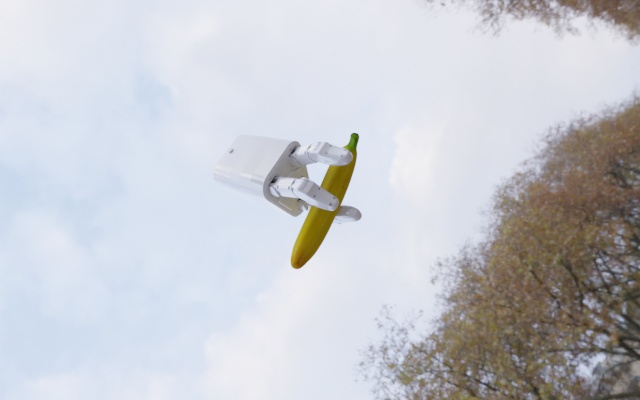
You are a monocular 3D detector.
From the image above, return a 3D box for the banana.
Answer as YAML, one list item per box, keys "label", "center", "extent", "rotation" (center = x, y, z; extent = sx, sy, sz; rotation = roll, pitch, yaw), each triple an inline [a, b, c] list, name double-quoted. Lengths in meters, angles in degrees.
- label: "banana"
  center: [0.006, 0.002, 0.660]
  extent: [0.037, 0.198, 0.069]
  rotation: [22, -4, 17]
